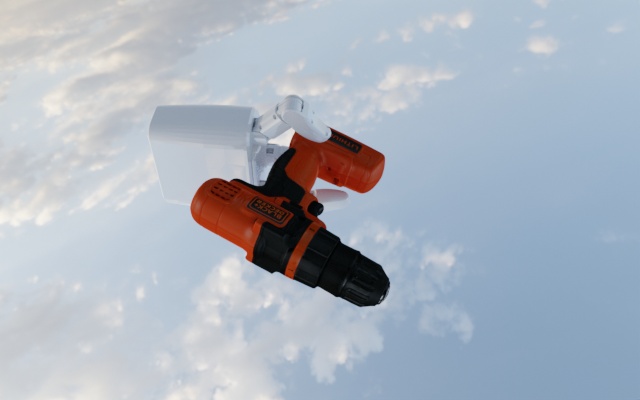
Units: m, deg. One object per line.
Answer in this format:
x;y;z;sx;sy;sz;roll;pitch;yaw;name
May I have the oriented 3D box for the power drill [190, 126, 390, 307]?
0.000;0.001;0.457;0.184;0.057;0.187;28;38;7;power drill
